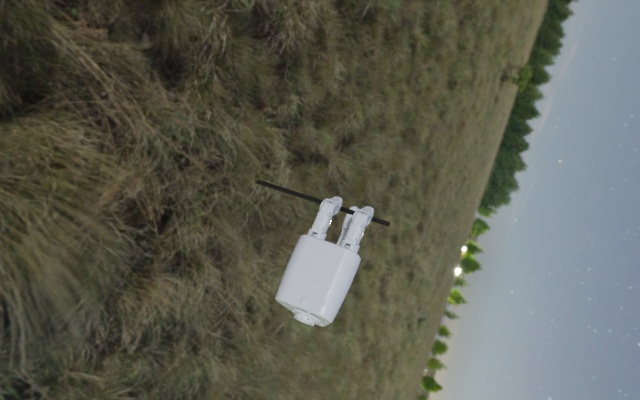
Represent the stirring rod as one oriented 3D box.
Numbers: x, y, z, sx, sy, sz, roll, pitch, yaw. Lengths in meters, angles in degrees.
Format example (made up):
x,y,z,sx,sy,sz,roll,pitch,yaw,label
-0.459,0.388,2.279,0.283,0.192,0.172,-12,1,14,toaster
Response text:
x,y,z,sx,sy,sz,roll,pitch,yaw,label
0.000,0.003,0.794,0.239,0.011,0.011,18,5,17,stirring rod
